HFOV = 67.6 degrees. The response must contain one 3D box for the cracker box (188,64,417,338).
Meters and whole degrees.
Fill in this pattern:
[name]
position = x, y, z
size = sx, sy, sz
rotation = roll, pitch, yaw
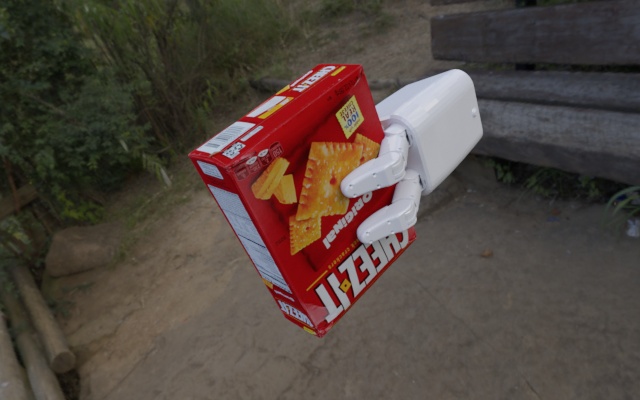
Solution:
[cracker box]
position = 0.000, 0.001, 0.466
size = 0.164, 0.214, 0.072
rotation = -41, 35, -25
